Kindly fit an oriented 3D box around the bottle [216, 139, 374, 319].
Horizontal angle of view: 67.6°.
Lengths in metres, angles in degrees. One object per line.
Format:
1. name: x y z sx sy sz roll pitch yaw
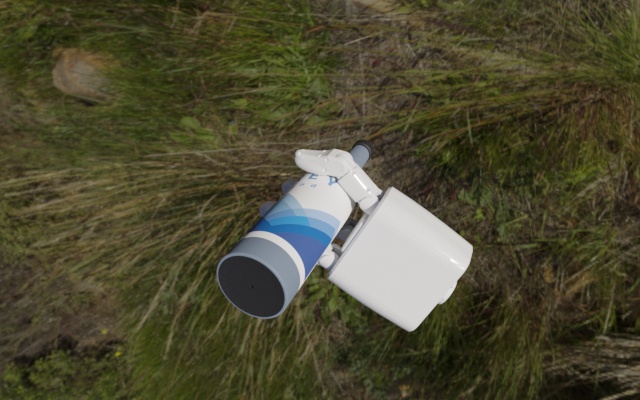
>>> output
1. bottle: 0.000 0.002 0.504 0.069 0.069 0.295 0 28 26
